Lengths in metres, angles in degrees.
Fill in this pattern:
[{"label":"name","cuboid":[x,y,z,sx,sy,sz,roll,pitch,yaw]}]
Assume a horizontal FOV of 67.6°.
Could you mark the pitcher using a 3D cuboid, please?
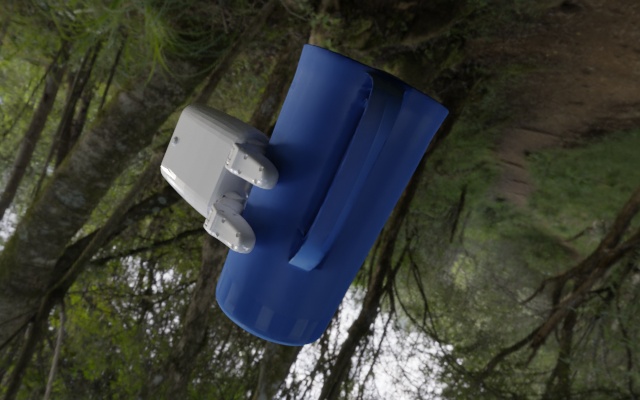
[{"label":"pitcher","cuboid":[0.000,0.001,0.413,0.145,0.243,0.149,32,12,36]}]
